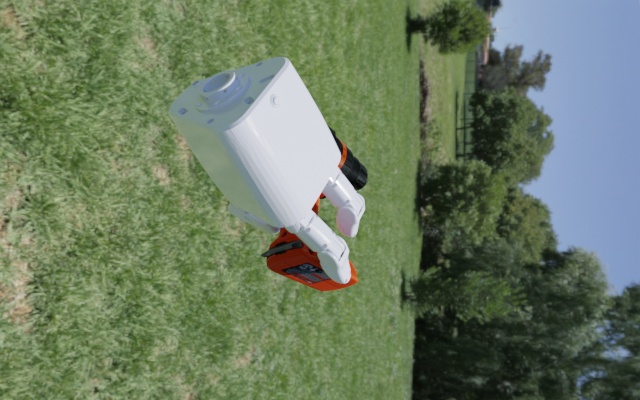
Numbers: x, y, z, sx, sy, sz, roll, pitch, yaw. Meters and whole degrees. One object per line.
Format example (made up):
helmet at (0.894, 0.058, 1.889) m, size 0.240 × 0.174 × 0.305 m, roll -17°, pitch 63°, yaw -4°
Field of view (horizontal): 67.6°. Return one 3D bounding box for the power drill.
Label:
power drill at (0.000, 0.002, 0.538) m, size 0.057 × 0.187 × 0.184 m, roll -22°, pitch -35°, yaw 32°
